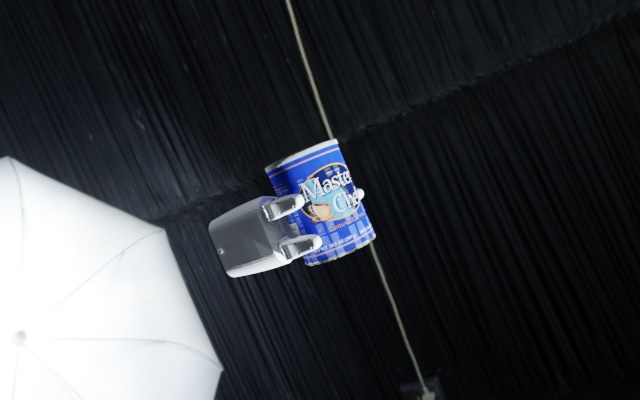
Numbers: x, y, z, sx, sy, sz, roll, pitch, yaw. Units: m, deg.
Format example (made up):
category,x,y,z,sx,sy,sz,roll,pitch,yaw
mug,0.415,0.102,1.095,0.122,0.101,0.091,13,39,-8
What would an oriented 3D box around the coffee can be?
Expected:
category,x,y,z,sx,sy,sz,roll,pitch,yaw
coffee can,0.000,0.002,0.638,0.103,0.140,0.103,-23,3,1
